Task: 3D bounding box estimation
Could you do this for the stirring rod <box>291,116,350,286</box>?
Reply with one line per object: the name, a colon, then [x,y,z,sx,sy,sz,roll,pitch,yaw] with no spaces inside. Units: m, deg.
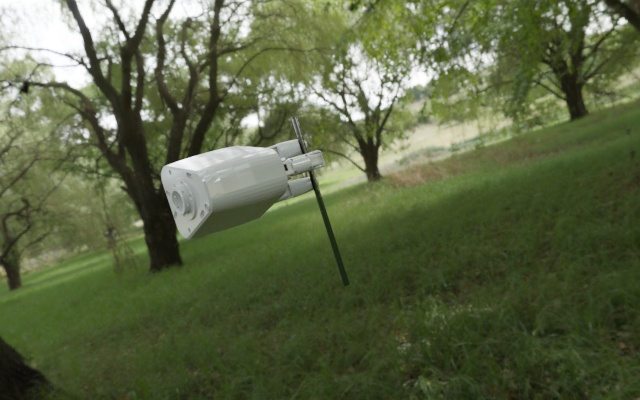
stirring rod: [0.000,0.002,0.651,0.011,0.239,0.011,-17,3,1]
